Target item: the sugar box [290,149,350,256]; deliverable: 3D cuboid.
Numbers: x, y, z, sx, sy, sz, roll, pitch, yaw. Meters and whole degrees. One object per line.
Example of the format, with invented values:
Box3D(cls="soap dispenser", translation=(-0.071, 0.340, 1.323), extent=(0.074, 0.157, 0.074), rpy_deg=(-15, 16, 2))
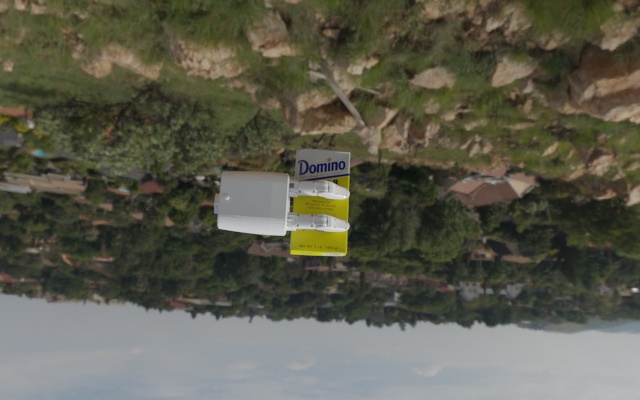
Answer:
Box3D(cls="sugar box", translation=(0.000, 0.003, 0.798), extent=(0.093, 0.176, 0.048), rpy_deg=(3, -13, -4))
